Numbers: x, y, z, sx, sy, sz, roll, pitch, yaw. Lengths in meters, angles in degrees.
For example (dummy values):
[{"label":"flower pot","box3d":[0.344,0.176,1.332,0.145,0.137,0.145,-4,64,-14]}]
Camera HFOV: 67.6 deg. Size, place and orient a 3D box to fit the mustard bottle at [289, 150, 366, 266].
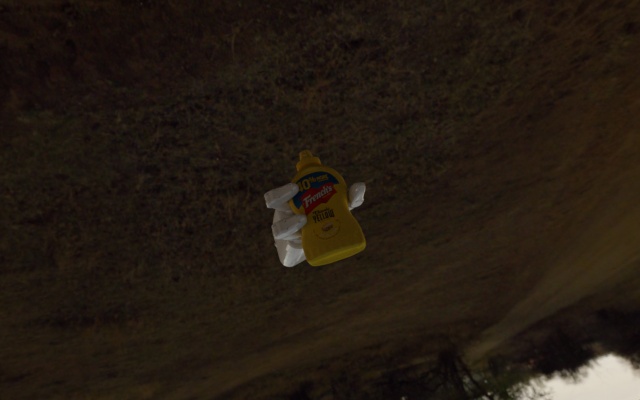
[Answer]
[{"label":"mustard bottle","box3d":[0.000,0.003,0.773,0.096,0.191,0.058,-20,-23,5]}]
